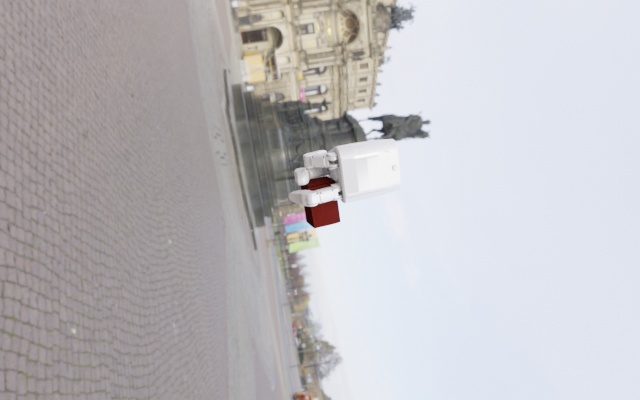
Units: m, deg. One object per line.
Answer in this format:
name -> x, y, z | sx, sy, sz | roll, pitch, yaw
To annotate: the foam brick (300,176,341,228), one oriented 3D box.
foam brick -> 0.000, 0.003, 0.847 | 0.051, 0.078, 0.053 | -13, 17, -15
